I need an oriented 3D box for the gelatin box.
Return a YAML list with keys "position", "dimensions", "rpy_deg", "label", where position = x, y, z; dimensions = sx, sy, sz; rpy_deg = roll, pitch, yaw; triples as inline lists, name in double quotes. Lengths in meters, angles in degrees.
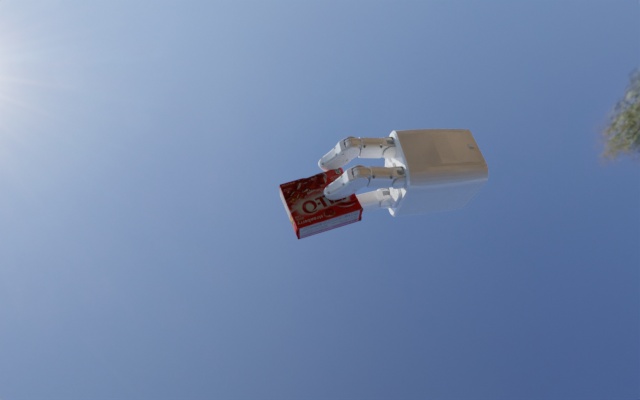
- position: [0.000, 0.002, 0.611]
  dimensions: [0.089, 0.073, 0.030]
  rpy_deg: [-17, -34, -12]
  label: "gelatin box"
